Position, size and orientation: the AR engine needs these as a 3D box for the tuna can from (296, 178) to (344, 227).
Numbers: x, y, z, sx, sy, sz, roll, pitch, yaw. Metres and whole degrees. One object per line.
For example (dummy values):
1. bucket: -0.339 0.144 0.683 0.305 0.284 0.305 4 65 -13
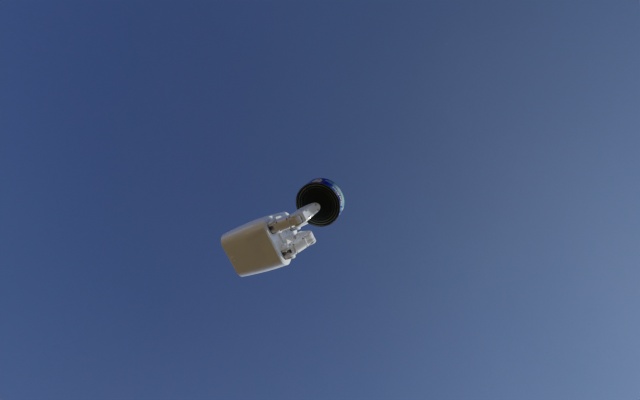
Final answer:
1. tuna can: 0.000 0.003 0.878 0.086 0.086 0.033 0 20 20
